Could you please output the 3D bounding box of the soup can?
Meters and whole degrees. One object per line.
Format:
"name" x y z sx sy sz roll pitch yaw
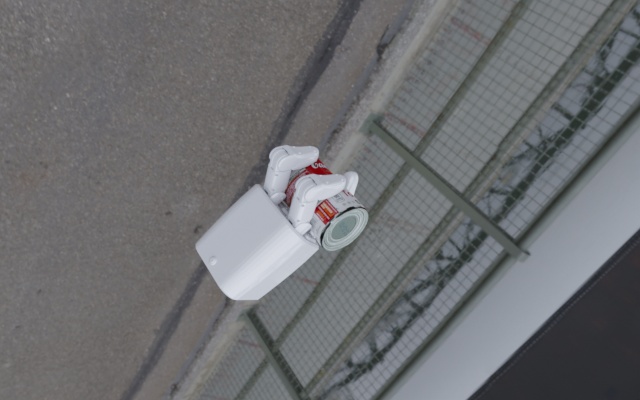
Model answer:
"soup can" 0.001 0.002 0.566 0.068 0.068 0.102 0 39 -46
